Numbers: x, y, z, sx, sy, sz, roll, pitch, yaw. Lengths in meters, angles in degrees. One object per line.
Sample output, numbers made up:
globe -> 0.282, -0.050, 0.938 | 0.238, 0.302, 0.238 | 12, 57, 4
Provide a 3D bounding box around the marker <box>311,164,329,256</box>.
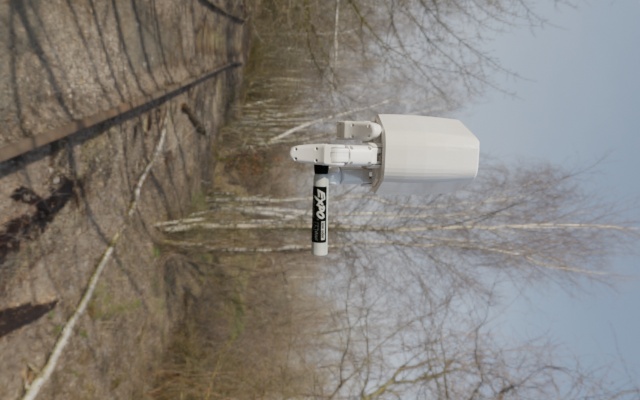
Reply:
marker -> 0.000, 0.002, 0.540 | 0.020, 0.121, 0.020 | 1, 8, 0
